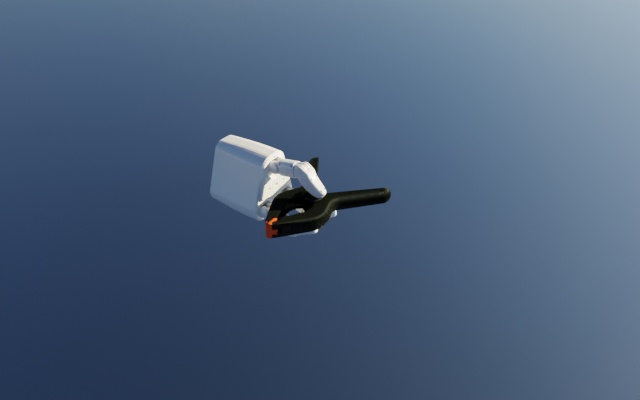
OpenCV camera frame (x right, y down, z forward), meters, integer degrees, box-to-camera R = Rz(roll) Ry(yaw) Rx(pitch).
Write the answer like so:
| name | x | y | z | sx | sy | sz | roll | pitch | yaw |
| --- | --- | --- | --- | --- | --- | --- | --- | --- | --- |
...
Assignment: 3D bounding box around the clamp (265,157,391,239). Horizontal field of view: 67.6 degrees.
| name | x | y | z | sx | sy | sz | roll | pitch | yaw |
| --- | --- | --- | --- | --- | --- | --- | --- | --- | --- |
| clamp | 0.000 | 0.002 | 0.743 | 0.164 | 0.036 | 0.210 | 21 | 39 | 27 |
